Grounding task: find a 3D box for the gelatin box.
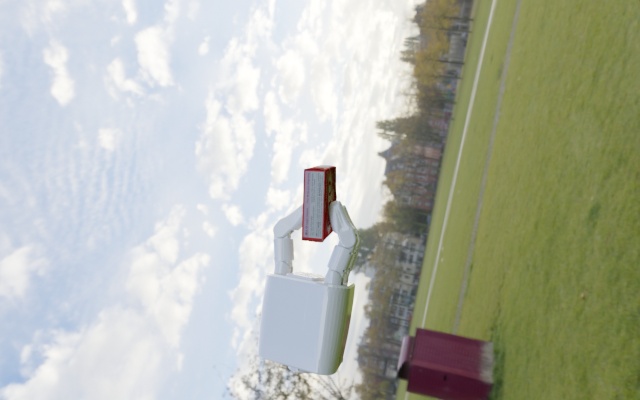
[{"bbox_3d":[0.000,0.002,0.597,0.030,0.089,0.073,3,8,12],"label":"gelatin box"}]
